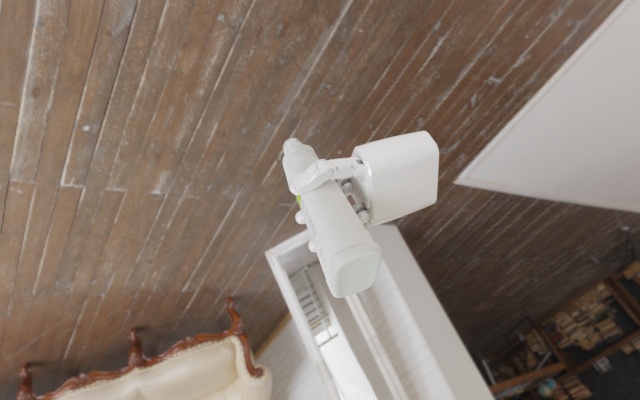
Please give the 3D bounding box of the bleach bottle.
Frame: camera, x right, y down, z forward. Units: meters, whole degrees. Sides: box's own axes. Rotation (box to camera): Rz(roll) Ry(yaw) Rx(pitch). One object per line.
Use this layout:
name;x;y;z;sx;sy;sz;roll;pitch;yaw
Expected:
bleach bottle;0.000;0.002;0.656;0.068;0.250;0.103;-16;-36;-13
